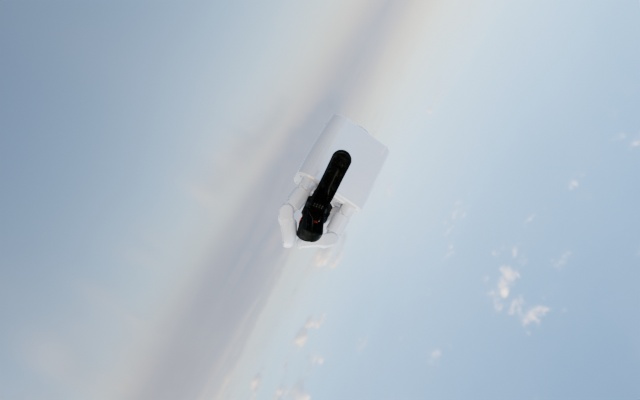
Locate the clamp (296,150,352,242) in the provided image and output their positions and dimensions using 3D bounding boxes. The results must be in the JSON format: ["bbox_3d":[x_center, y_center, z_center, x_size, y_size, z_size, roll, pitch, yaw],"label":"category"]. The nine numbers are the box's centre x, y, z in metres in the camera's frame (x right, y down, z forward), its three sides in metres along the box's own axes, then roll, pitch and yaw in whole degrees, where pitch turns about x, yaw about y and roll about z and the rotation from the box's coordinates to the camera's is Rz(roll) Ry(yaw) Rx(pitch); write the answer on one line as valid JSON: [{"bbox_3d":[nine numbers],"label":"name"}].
[{"bbox_3d":[0.001,0.002,0.630,0.039,0.120,0.171,30,-10,-4],"label":"clamp"}]
